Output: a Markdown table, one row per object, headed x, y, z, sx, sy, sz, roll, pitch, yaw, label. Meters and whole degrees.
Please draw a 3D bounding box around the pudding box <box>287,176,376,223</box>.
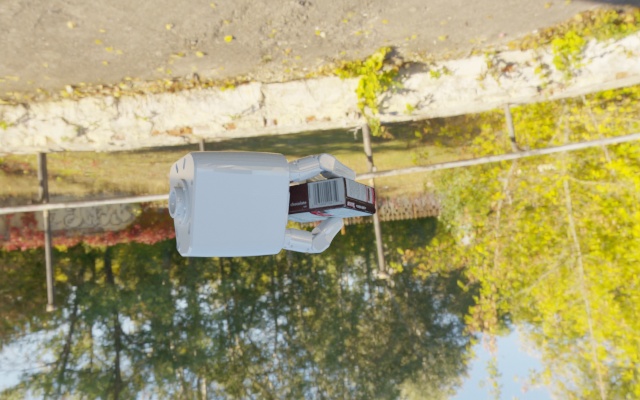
| x | y | z | sx | sy | sz | roll | pitch | yaw | label |
| --- | --- | --- | --- | --- | --- | --- | --- | --- | --- |
| 0.000 | 0.002 | 0.592 | 0.113 | 0.039 | 0.090 | -6 | -9 | 29 | pudding box |
